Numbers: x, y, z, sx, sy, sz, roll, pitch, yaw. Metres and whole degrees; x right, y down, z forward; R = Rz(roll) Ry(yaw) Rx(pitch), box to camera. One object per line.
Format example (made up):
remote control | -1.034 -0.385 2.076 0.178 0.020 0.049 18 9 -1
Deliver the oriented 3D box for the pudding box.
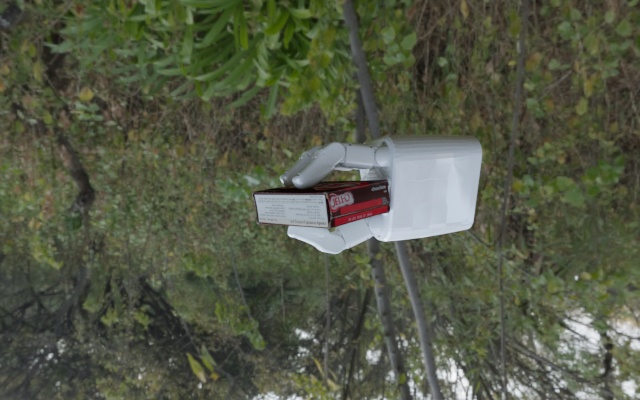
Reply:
pudding box | 0.000 0.002 0.486 0.090 0.039 0.113 -11 6 -44
